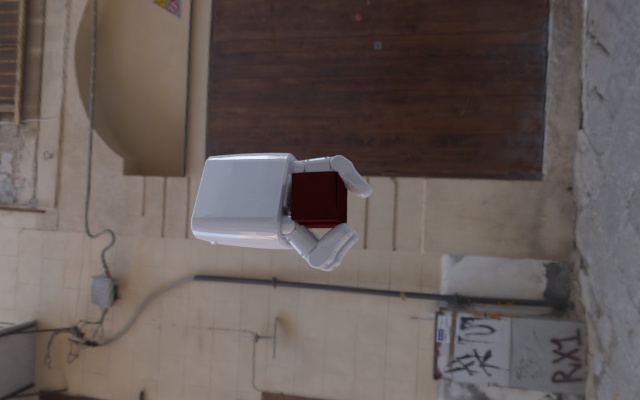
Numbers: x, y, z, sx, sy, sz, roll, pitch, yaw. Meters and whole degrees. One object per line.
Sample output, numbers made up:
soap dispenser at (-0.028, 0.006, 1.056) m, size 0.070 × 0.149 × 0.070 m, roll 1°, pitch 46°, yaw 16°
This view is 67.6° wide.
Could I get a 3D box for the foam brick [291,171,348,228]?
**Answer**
foam brick at (0.000, 0.002, 0.538) m, size 0.051 × 0.053 × 0.078 m, roll -1°, pitch -11°, yaw 11°
